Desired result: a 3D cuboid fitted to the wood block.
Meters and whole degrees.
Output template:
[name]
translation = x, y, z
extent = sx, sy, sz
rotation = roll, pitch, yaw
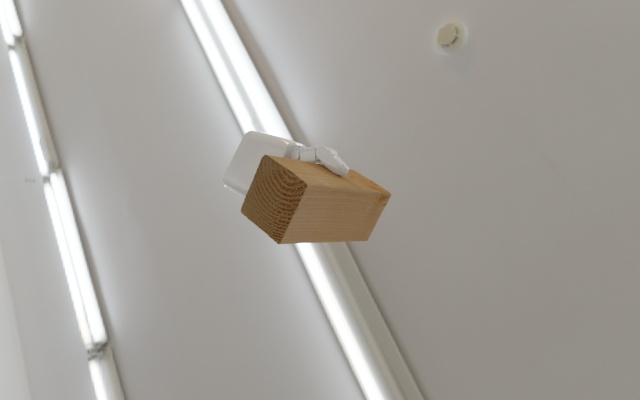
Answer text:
[wood block]
translation = 0.000, 0.002, 0.695
extent = 0.090, 0.091, 0.206
rotation = 36, 19, 34
